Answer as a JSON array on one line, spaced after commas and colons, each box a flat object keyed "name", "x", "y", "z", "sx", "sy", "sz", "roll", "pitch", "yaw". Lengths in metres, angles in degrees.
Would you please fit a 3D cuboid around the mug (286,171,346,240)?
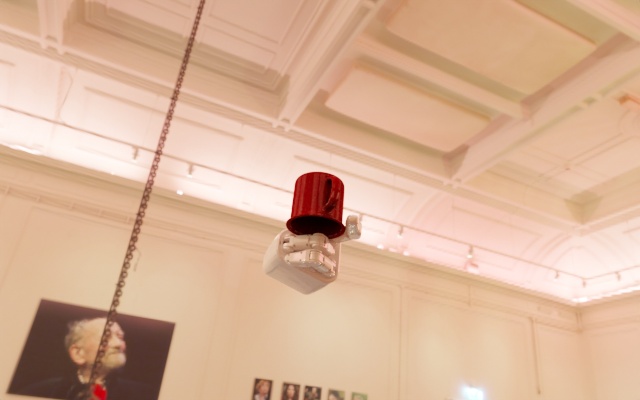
[{"name": "mug", "x": 0.001, "y": 0.002, "z": 0.745, "sx": 0.093, "sy": 0.081, "sz": 0.117, "roll": 14, "pitch": -29, "yaw": -16}]
